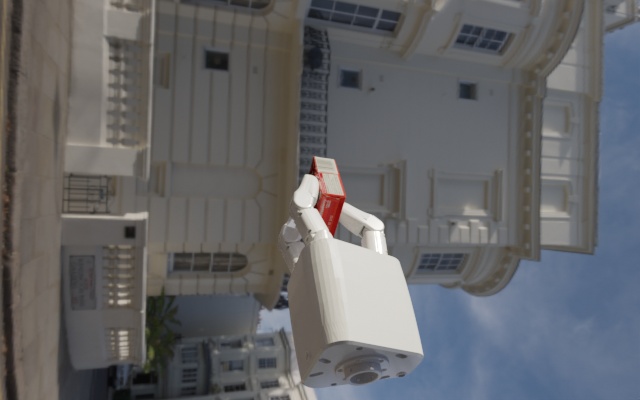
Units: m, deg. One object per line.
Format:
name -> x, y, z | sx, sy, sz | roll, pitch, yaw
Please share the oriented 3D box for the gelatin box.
gelatin box -> 0.000, 0.002, 0.554 | 0.030, 0.073, 0.089 | 8, 32, -13
